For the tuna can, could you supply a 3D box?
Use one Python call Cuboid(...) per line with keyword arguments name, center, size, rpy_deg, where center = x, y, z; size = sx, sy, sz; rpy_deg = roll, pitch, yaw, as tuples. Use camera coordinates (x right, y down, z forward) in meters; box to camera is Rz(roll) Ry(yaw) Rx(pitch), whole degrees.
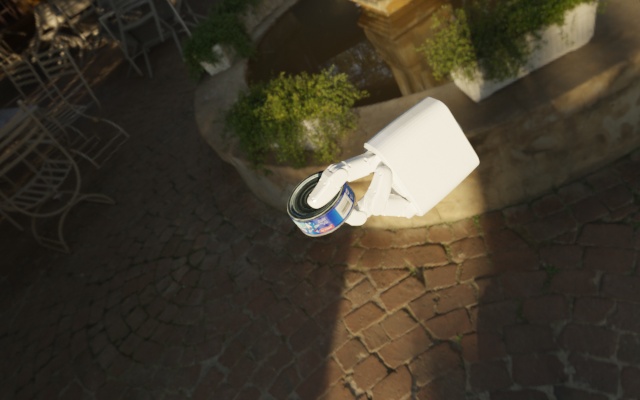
Cuboid(name="tuna can", center=(0.000, 0.002, 0.617), size=(0.086, 0.086, 0.034), rpy_deg=(0, -38, 39))
